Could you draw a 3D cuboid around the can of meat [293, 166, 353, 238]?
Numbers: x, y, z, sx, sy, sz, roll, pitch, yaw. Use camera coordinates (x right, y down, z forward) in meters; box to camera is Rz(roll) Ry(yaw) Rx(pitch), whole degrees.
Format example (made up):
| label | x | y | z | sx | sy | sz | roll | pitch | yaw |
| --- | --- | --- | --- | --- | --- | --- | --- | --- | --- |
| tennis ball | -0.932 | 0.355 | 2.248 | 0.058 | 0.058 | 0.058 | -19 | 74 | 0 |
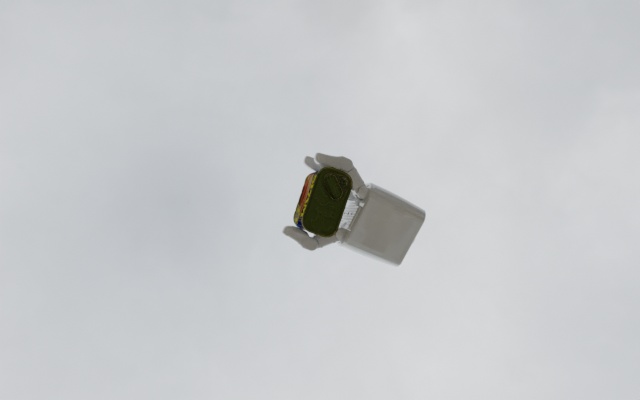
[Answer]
| label | x | y | z | sx | sy | sz | roll | pitch | yaw |
| --- | --- | --- | --- | --- | --- | --- | --- | --- | --- |
| can of meat | 0.000 | 0.002 | 0.736 | 0.057 | 0.102 | 0.084 | 20 | -5 | -14 |
